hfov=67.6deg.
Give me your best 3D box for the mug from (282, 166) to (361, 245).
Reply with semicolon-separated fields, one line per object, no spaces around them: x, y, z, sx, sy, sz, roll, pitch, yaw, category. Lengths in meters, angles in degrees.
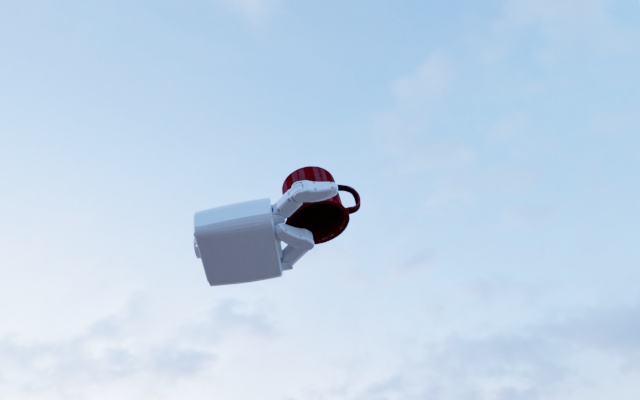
0.001;0.002;0.696;0.117;0.081;0.093;-10;-43;-5;mug
